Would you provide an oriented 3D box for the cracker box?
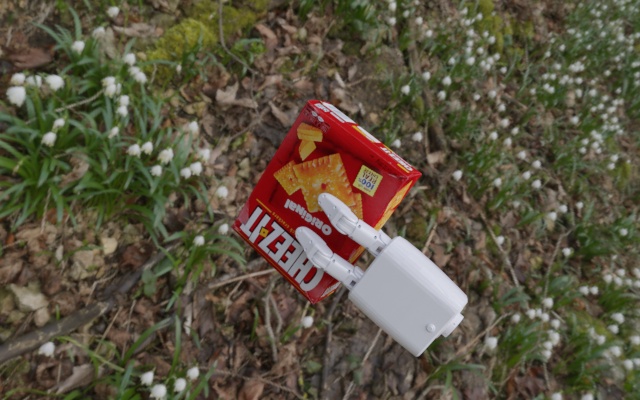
[{"bbox_3d":[0.000,0.002,0.628,0.164,0.214,0.072,41,21,17],"label":"cracker box"}]
